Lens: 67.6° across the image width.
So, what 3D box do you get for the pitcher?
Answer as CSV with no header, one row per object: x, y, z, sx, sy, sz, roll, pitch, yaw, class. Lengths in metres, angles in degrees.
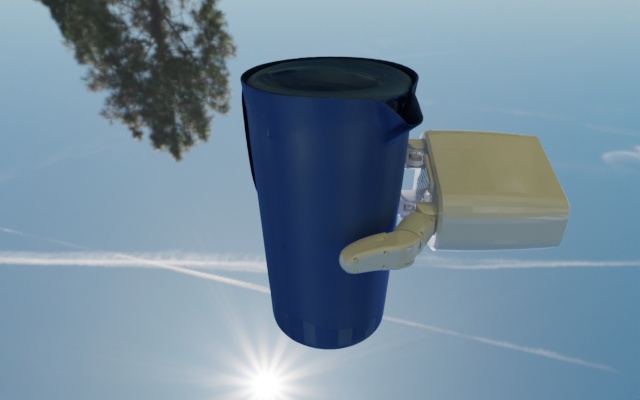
0.000,0.001,0.420,0.145,0.243,0.149,0,28,0,pitcher
